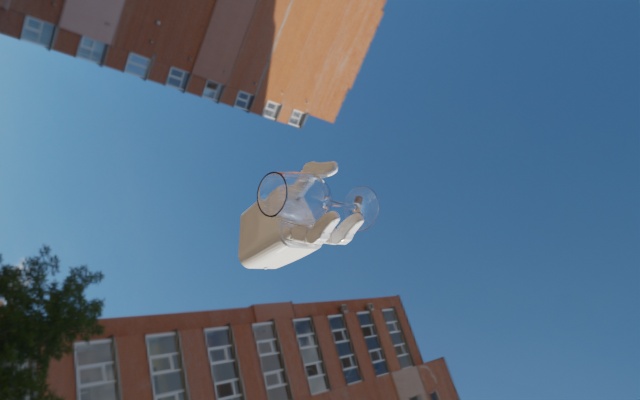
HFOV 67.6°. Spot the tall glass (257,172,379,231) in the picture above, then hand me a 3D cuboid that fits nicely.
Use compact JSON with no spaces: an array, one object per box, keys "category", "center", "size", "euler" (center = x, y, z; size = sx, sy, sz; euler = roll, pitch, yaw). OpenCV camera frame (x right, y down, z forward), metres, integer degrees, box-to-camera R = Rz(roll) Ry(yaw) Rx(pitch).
[{"category":"tall glass","center":[0.001,0.002,0.718],"size":[0.079,0.079,0.201],"euler":[0,-6,42]}]
